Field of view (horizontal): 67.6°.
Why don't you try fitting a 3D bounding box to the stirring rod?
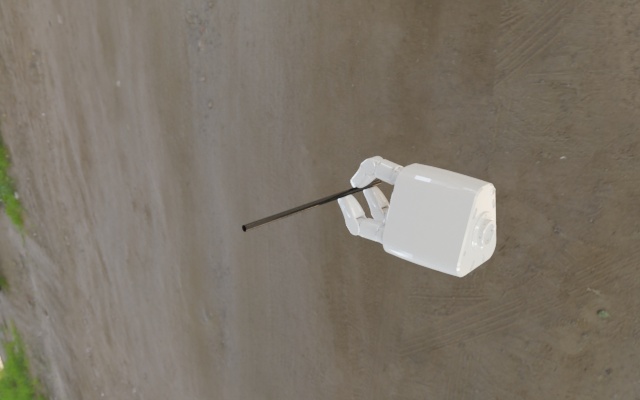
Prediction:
[{"bbox_3d":[0.000,0.002,0.611,0.239,0.011,0.011,-19,13,-42],"label":"stirring rod"}]
